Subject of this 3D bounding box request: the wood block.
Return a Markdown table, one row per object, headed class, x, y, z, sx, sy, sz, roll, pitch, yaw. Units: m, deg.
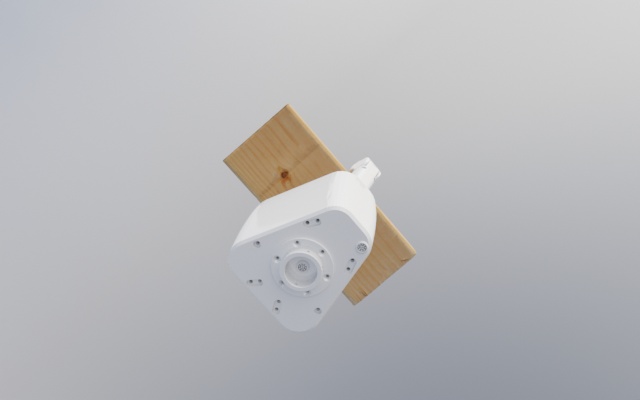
| class | x | y | z | sx | sy | sz | roll | pitch | yaw |
| --- | --- | --- | --- | --- | --- | --- | --- | --- | --- |
| wood block | 0.000 | 0.002 | 0.532 | 0.091 | 0.206 | 0.090 | -40 | 9 | 4 |
